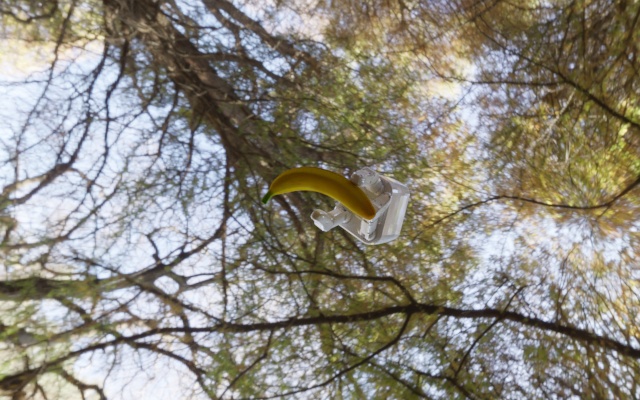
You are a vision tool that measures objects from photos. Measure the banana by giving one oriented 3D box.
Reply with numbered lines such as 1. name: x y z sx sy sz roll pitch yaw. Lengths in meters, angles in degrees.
1. banana: -0.001 -0.017 0.741 0.198 0.069 0.037 8 2 29
